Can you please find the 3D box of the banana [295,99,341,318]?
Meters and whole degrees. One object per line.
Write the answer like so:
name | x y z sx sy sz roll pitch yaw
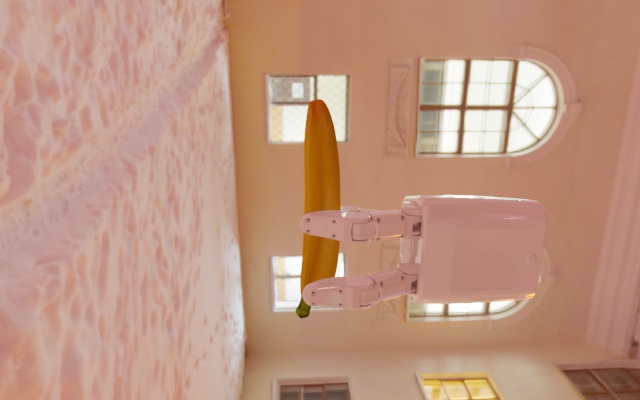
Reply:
banana | 0.001 0.007 0.453 0.037 0.197 0.069 1 -8 3
